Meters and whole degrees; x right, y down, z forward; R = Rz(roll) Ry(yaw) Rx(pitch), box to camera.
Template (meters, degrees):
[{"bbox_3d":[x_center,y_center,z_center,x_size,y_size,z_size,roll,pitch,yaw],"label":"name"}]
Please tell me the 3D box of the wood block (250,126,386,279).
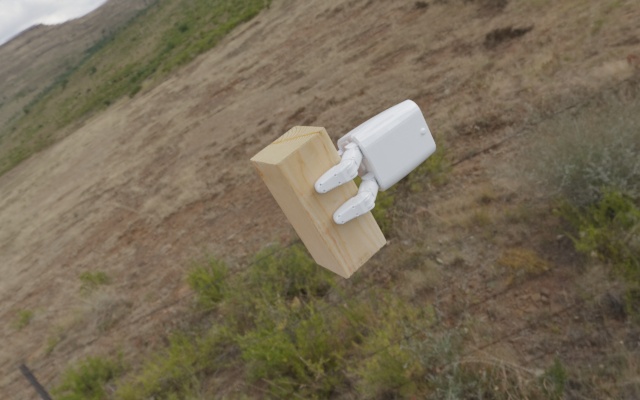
[{"bbox_3d":[0.000,0.002,0.702,0.090,0.206,0.091,-40,26,-19],"label":"wood block"}]
